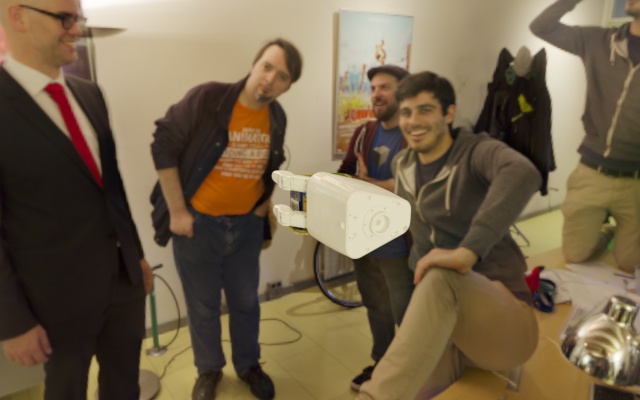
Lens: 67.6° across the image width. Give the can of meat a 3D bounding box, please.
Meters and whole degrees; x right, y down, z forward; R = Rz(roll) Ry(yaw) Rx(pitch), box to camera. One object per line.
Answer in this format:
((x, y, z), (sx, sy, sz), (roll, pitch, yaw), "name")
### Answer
((0.000, 0.002, 0.763), (0.102, 0.084, 0.057), (-7, 18, -24), "can of meat")
